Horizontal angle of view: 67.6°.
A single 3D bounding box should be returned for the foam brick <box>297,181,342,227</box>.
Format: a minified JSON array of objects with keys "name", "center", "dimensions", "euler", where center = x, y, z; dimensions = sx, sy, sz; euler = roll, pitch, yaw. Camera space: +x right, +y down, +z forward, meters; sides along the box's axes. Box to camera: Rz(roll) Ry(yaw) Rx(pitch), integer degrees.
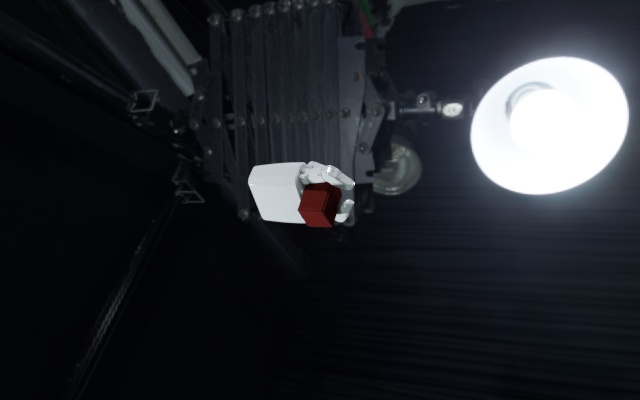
[{"name":"foam brick","center":[0.000,0.003,0.856],"dimensions":[0.051,0.078,0.053],"euler":[1,-37,25]}]
